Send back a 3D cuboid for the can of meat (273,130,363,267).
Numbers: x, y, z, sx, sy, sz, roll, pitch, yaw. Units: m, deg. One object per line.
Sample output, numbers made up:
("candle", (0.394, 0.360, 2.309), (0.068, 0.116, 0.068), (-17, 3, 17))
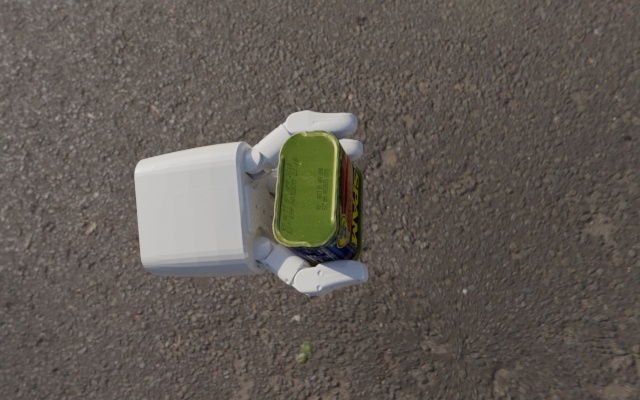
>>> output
("can of meat", (0.000, 0.001, 0.406), (0.057, 0.102, 0.084), (-2, -18, 16))
